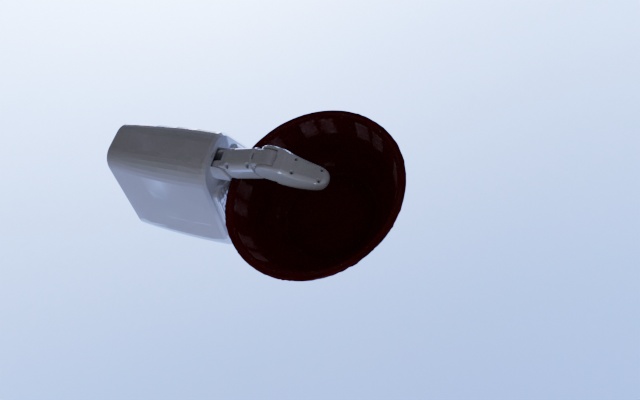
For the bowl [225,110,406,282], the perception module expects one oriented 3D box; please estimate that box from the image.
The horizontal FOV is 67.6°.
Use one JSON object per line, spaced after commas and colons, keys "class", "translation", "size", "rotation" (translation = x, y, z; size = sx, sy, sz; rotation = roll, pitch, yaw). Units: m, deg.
{"class": "bowl", "translation": [0.001, 0.002, 0.419], "size": [0.162, 0.162, 0.055], "rotation": [0, -27, 23]}
